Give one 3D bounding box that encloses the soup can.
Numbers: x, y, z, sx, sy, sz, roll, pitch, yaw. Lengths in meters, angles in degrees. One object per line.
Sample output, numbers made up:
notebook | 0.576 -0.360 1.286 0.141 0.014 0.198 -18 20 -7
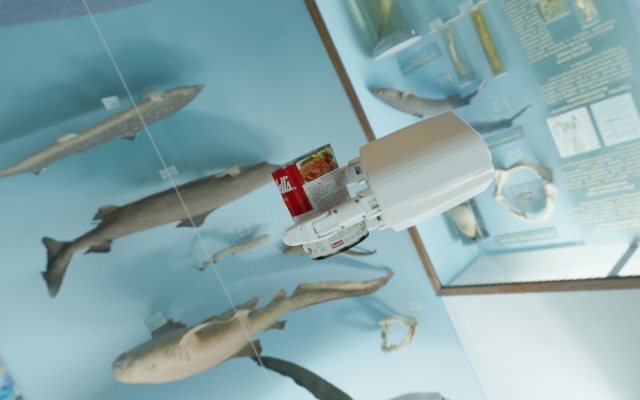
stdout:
soup can | 0.000 0.002 0.489 0.068 0.102 0.068 -25 5 2
